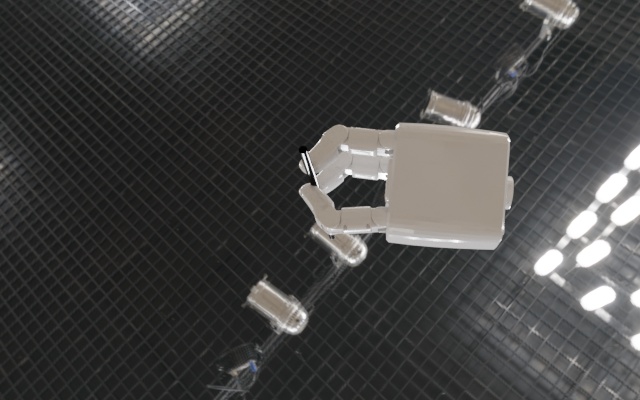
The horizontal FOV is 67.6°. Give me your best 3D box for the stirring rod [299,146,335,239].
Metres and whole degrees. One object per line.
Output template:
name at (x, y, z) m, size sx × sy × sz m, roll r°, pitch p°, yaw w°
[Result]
stirring rod at (0.000, 0.002, 0.533) m, size 0.011 × 0.011 × 0.240 m, roll 0°, pitch -23°, yaw 8°
